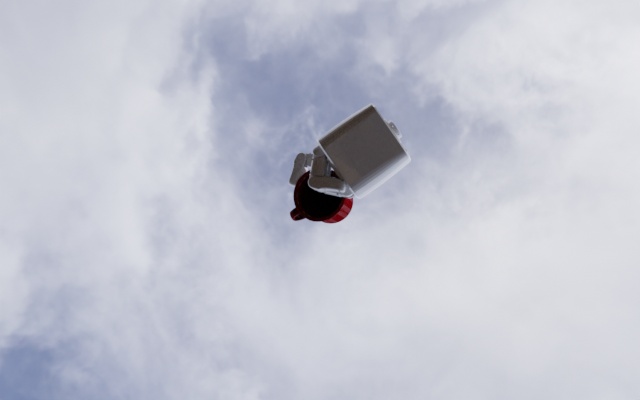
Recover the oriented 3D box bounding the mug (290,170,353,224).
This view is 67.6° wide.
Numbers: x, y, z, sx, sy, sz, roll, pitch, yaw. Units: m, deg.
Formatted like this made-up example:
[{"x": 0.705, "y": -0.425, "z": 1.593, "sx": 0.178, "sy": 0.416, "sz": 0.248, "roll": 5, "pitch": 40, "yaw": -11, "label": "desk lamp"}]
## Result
[{"x": -0.001, "y": 0.004, "z": 0.838, "sx": 0.117, "sy": 0.093, "sz": 0.081, "roll": -34, "pitch": -18, "yaw": 10, "label": "mug"}]
